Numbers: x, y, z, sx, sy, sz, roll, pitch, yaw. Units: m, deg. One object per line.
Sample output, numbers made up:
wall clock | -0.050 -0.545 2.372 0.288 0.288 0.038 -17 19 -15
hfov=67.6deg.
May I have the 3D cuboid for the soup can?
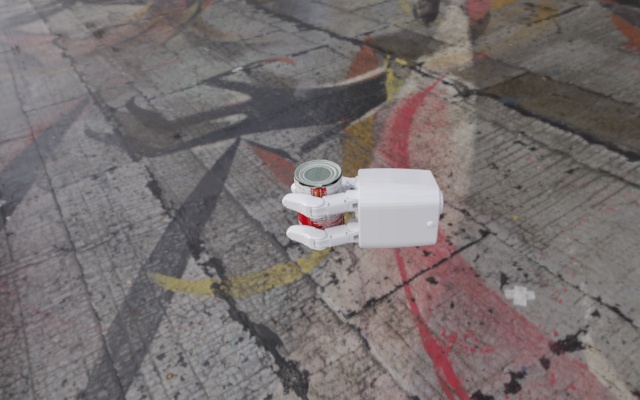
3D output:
soup can | 0.000 0.002 0.677 0.068 0.102 0.068 -3 36 2
